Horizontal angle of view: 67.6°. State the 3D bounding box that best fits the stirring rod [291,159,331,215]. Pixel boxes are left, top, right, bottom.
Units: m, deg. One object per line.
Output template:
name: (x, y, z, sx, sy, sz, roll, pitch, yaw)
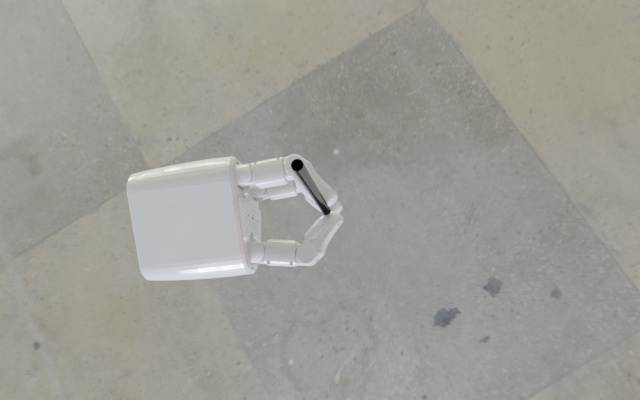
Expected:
stirring rod: (0.000, 0.001, 0.415, 0.011, 0.011, 0.239, 0, -11, 7)
